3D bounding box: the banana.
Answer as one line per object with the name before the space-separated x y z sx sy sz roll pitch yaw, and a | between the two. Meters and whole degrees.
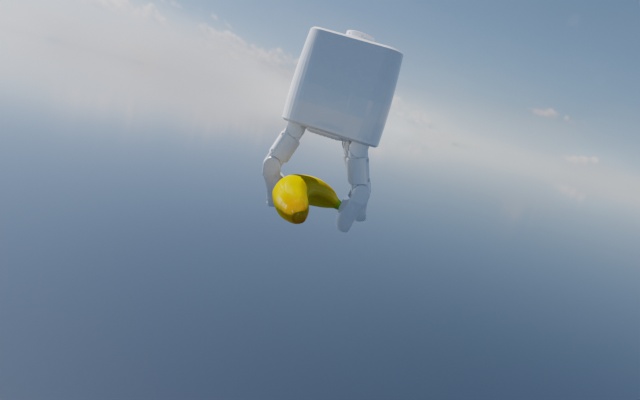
banana | -0.016 -0.005 0.532 0.069 0.037 0.198 22 9 16
